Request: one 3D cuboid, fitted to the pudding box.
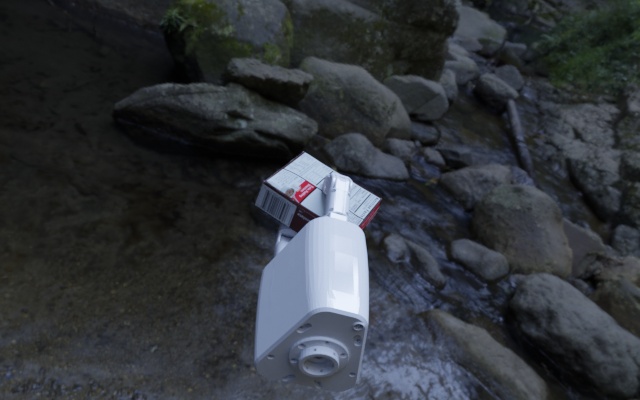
[{"bbox_3d":[0.000,0.002,0.525,0.113,0.039,0.090,34,38,11],"label":"pudding box"}]
